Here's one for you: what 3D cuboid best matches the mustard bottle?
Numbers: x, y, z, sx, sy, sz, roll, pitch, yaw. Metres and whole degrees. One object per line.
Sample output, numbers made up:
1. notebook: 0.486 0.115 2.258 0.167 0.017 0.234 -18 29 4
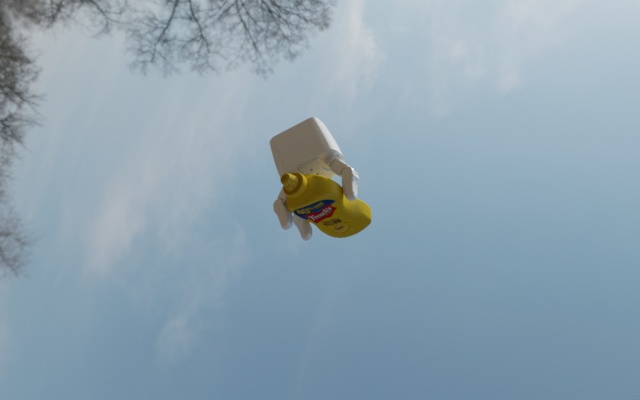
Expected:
1. mustard bottle: 0.000 0.003 0.806 0.096 0.058 0.192 -19 -35 31
